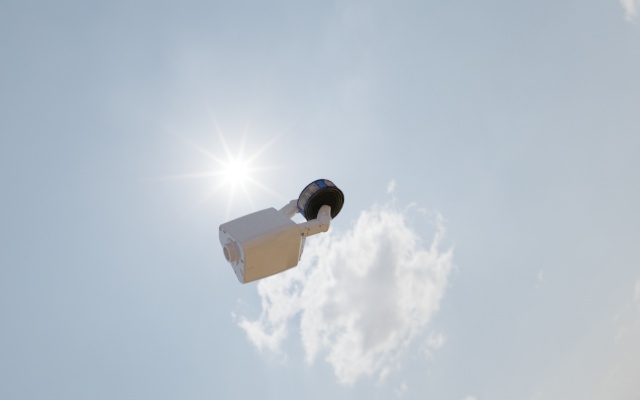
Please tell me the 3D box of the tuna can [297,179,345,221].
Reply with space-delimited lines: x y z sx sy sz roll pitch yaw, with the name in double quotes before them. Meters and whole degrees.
"tuna can" 0.000 0.003 0.888 0.086 0.086 0.033 0 33 -37
